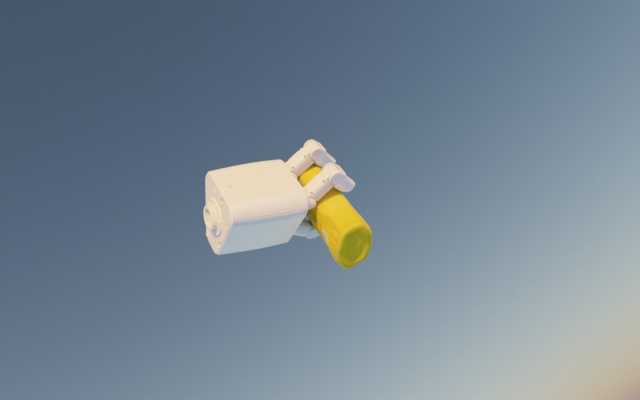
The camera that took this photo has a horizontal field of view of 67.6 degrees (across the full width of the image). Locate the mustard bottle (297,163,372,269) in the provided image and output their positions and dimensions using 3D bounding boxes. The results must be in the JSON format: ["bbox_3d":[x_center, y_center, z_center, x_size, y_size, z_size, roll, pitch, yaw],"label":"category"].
[{"bbox_3d":[0.001,0.002,0.684,0.058,0.191,0.096,-28,-38,-12],"label":"mustard bottle"}]
